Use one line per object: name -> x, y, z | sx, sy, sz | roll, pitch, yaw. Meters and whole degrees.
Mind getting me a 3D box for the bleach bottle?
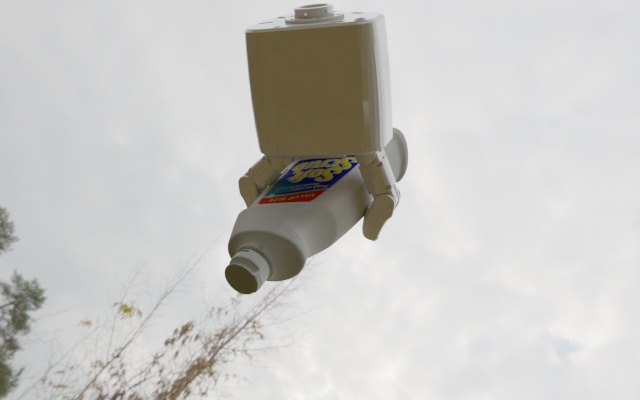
bleach bottle -> 0.000, 0.001, 0.448 | 0.102, 0.068, 0.250 | 7, 31, 24
